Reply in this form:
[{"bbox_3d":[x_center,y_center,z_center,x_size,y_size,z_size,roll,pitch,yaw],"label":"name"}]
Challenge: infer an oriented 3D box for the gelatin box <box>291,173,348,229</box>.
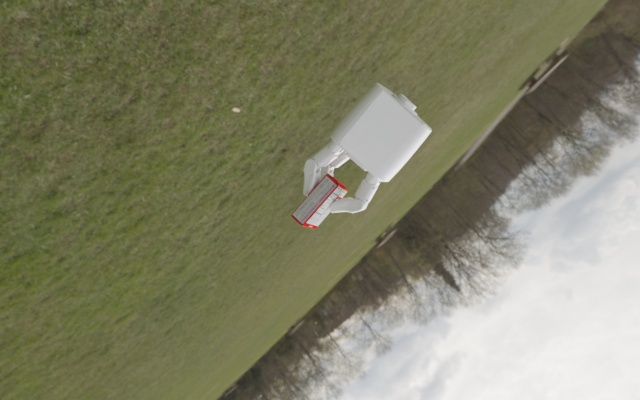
[{"bbox_3d":[0.000,0.003,0.766,0.030,0.089,0.073,42,5,15],"label":"gelatin box"}]
